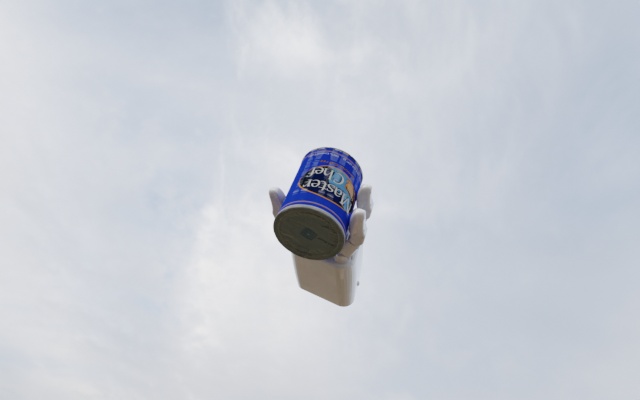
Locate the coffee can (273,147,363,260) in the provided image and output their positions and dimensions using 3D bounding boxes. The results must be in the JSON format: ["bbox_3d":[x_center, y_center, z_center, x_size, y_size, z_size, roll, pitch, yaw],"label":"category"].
[{"bbox_3d":[0.000,0.002,0.706,0.103,0.103,0.140,0,41,19],"label":"coffee can"}]
